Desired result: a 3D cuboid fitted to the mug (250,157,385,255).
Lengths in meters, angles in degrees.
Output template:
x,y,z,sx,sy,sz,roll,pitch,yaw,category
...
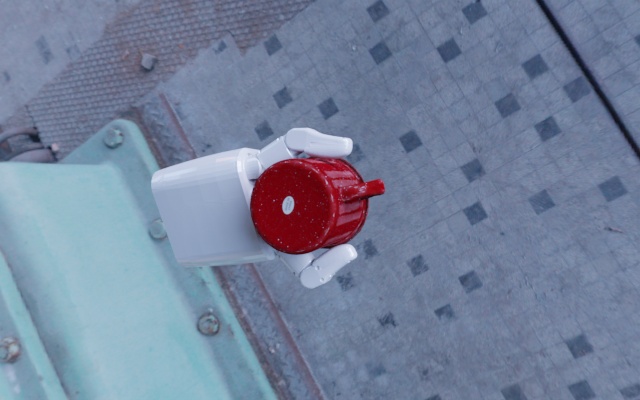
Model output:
x,y,z,sx,sy,sz,roll,pitch,yaw,category
0.001,0.001,0.427,0.117,0.093,0.081,-11,-1,20,mug
